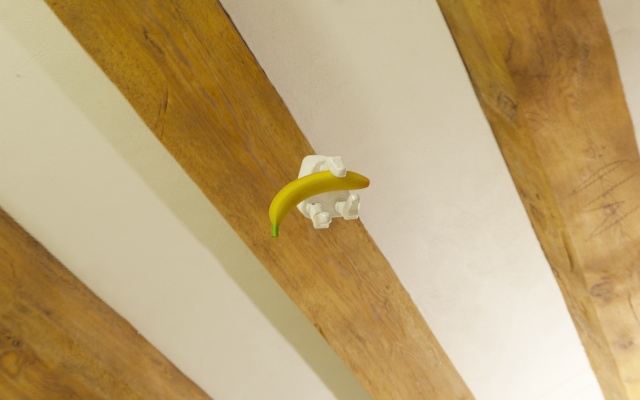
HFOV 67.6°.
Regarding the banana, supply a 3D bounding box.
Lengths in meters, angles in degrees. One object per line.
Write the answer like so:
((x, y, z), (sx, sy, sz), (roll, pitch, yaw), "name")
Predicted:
((-0.011, -0.012, 0.814), (0.198, 0.069, 0.037), (-29, 7, -13), "banana")
